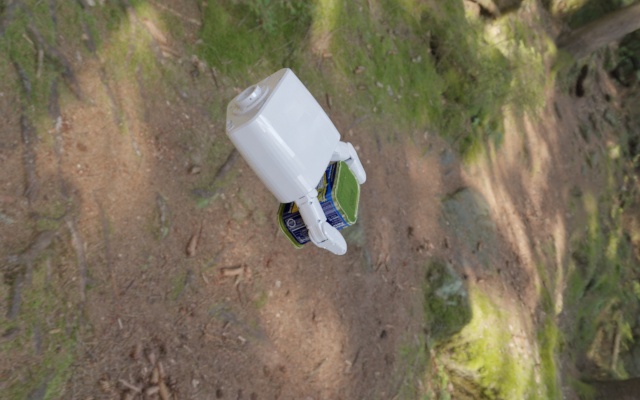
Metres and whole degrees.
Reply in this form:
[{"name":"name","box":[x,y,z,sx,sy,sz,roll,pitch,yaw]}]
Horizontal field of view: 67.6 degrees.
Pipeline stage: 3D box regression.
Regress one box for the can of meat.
[{"name":"can of meat","box":[0.000,0.002,0.605,0.084,0.057,0.102,-24,30,24]}]
